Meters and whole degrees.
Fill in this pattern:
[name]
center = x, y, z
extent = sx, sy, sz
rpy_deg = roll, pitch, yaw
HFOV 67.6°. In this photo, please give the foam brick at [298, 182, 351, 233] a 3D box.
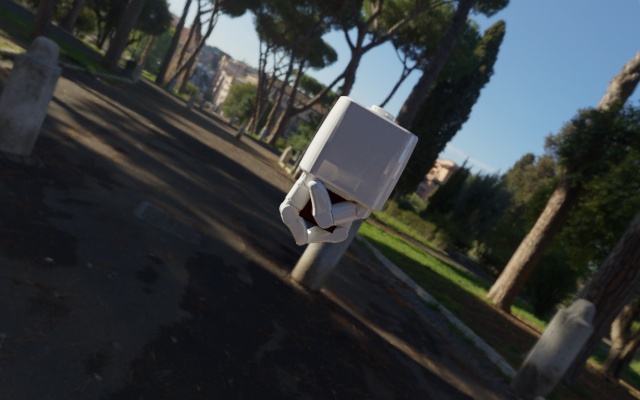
[foam brick]
center = 0.000, 0.002, 0.649
extent = 0.053, 0.051, 0.078
rpy_deg = 28, 7, -16
